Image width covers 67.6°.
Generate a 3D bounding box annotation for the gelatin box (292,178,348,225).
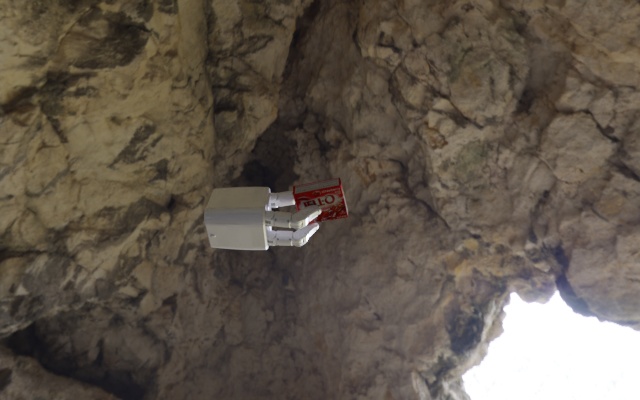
[{"bbox_3d":[0.000,0.003,0.867,0.089,0.073,0.030,-11,35,6],"label":"gelatin box"}]
